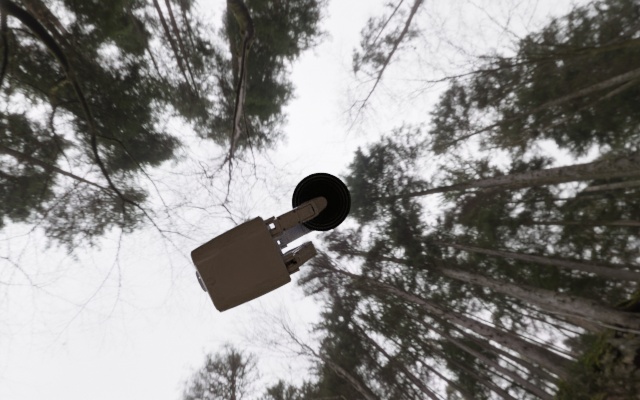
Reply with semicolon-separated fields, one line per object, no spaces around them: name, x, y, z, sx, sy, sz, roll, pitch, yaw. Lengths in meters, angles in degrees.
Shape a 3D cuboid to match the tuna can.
tuna can;0.000;0.002;0.698;0.086;0.086;0.034;0;-1;-4
